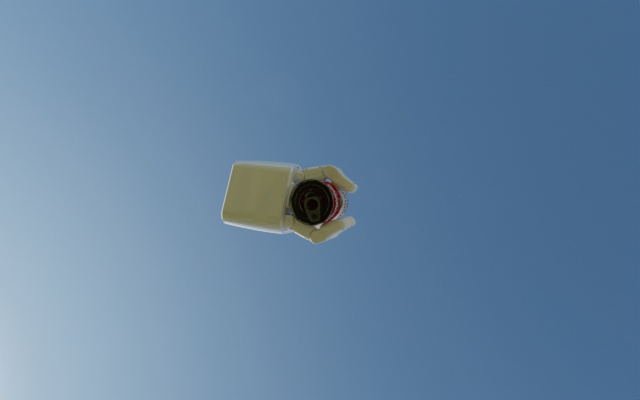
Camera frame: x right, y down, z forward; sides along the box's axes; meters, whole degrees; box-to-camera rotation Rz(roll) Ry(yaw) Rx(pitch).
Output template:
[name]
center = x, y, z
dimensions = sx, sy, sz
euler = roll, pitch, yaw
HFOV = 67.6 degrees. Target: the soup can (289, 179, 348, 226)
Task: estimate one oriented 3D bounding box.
[soup can]
center = 0.001, 0.002, 0.739
dimensions = 0.068, 0.068, 0.102
euler = 0, 1, 16
